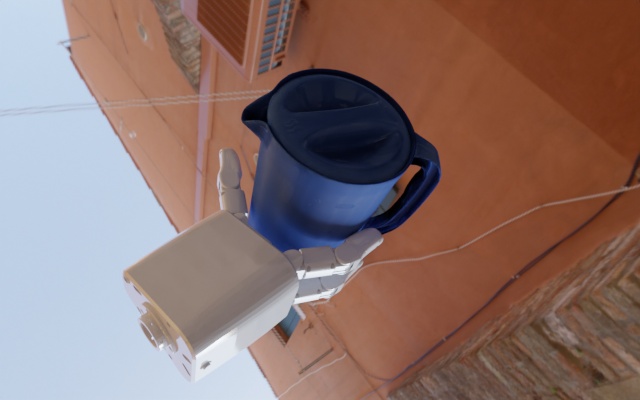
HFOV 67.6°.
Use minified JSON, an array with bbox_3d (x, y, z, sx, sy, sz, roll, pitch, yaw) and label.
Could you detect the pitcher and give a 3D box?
[{"bbox_3d":[0.000,0.002,0.491,0.145,0.149,0.243,-32,-20,-34],"label":"pitcher"}]
